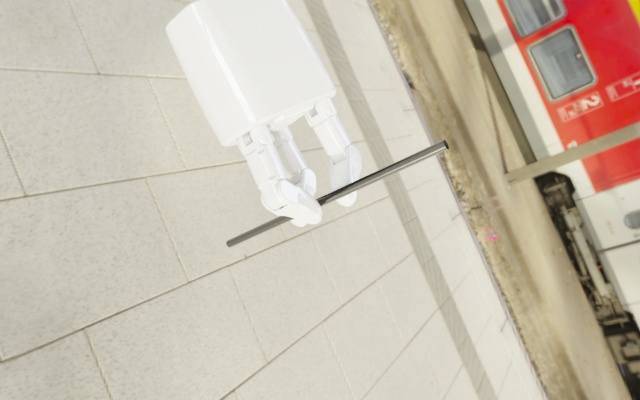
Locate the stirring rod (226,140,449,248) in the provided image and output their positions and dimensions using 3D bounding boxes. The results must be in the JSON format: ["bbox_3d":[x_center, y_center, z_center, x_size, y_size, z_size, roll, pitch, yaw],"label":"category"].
[{"bbox_3d":[0.000,0.001,0.414,0.239,0.011,0.011,-25,-14,33],"label":"stirring rod"}]
